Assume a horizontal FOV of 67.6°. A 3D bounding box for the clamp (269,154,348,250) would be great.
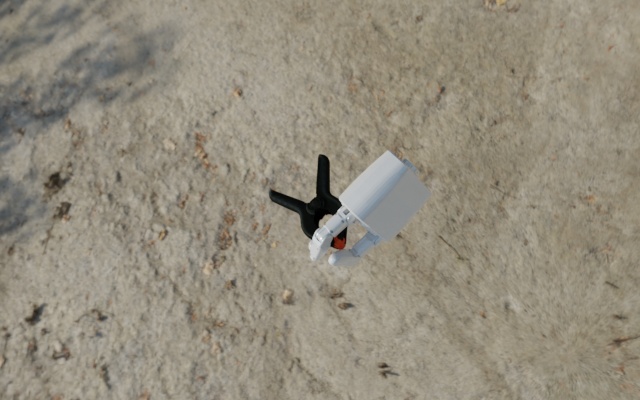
[{"bbox_3d":[0.000,0.003,0.780,0.171,0.120,0.039,47,6,30],"label":"clamp"}]
